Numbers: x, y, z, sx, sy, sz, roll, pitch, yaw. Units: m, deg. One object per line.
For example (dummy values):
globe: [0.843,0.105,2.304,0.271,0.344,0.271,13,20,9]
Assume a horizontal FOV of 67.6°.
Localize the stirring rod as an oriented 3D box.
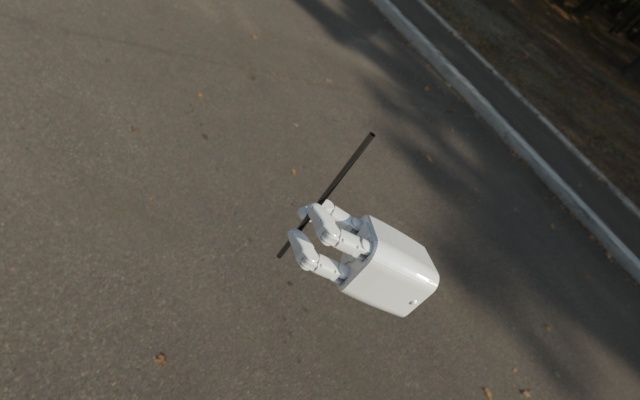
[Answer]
stirring rod: [0.000,0.002,0.621,0.011,0.011,0.240,0,-41,-41]
